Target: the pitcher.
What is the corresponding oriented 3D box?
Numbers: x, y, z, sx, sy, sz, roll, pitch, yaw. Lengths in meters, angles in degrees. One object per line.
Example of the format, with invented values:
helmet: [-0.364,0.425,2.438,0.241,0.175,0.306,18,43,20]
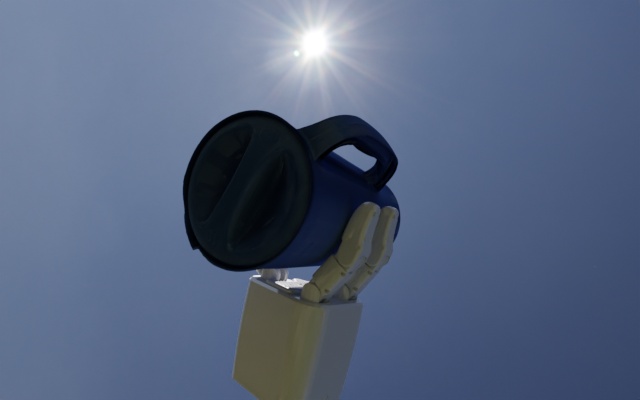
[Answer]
pitcher: [0.000,0.002,0.480,0.149,0.145,0.243,13,-1,31]
